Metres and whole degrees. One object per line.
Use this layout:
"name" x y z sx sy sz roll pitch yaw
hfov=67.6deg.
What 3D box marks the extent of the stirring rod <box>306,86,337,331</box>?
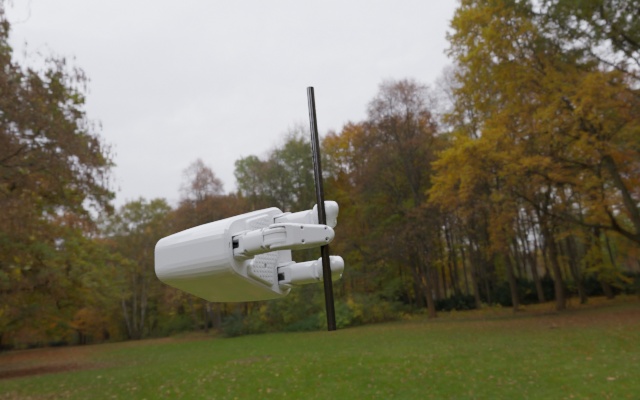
"stirring rod" 0.000 0.002 0.460 0.011 0.239 0.011 -5 -13 -1
